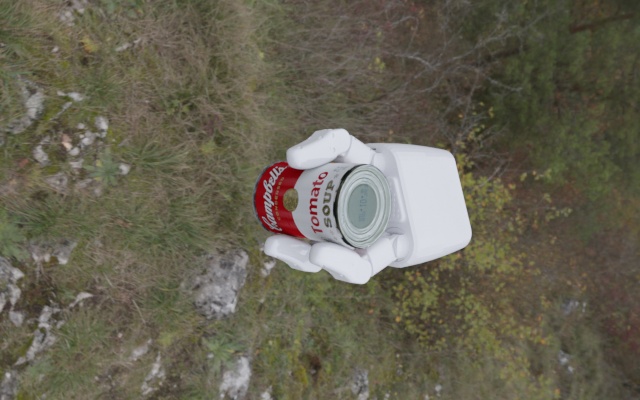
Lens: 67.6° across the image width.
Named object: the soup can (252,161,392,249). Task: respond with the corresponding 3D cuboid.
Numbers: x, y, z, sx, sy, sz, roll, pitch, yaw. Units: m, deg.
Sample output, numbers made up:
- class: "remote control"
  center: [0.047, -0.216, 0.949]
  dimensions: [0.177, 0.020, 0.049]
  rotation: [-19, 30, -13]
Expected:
- class: "soup can"
  center: [0.000, 0.001, 0.401]
  dimensions: [0.068, 0.068, 0.102]
  rotation: [0, 4, -44]
